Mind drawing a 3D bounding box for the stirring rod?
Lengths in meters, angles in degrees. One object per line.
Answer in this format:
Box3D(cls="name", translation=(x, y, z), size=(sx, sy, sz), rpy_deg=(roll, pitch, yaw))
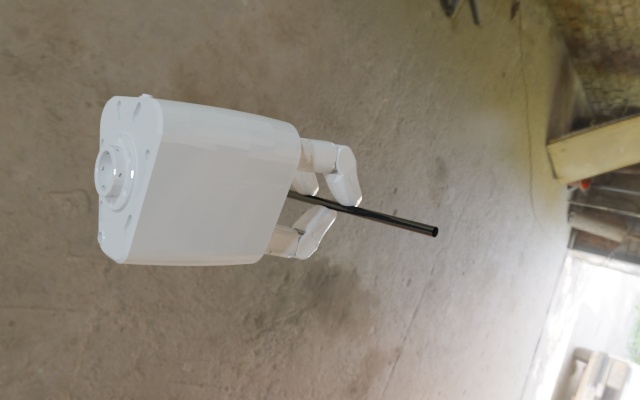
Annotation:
Box3D(cls="stirring rod", translation=(0.000, 0.001, 0.428), size=(0.011, 0.011, 0.239), rpy_deg=(0, 10, -44))
